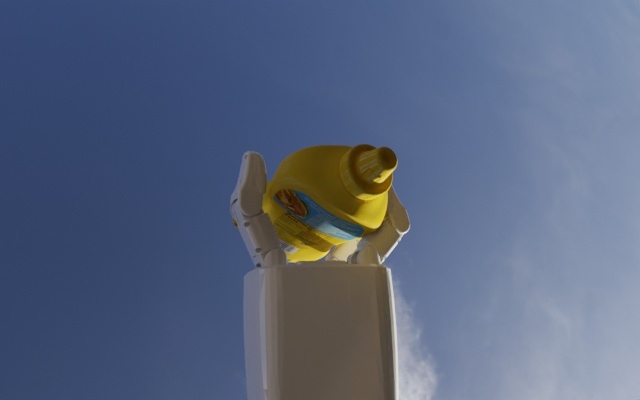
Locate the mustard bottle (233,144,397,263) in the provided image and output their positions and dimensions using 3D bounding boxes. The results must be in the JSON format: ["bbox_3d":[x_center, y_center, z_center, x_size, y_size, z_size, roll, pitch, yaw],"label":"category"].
[{"bbox_3d":[0.000,0.001,0.407,0.096,0.058,0.192,31,-31,-17],"label":"mustard bottle"}]
